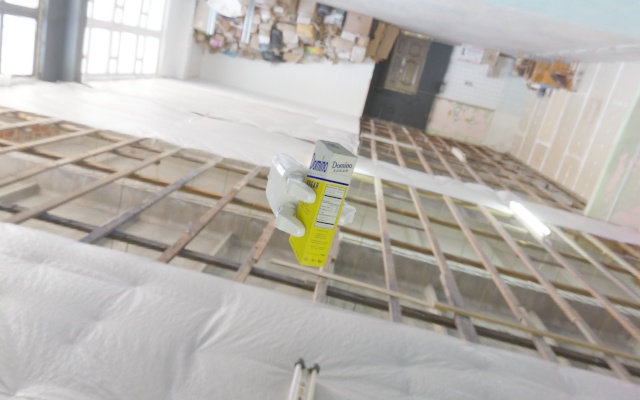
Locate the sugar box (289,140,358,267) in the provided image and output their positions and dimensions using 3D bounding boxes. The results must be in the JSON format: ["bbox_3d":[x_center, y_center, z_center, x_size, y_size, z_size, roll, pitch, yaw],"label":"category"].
[{"bbox_3d":[0.000,0.002,0.723,0.048,0.176,0.093,8,16,-19],"label":"sugar box"}]
